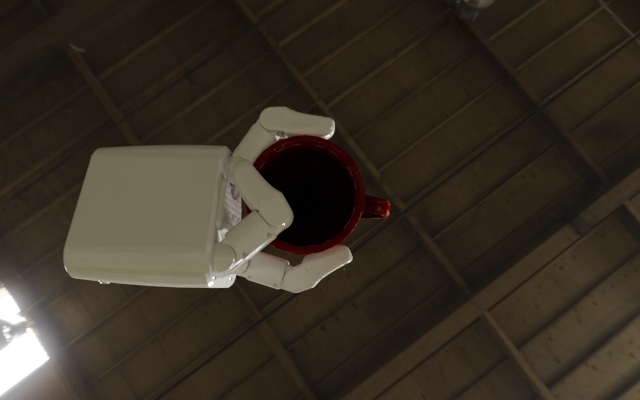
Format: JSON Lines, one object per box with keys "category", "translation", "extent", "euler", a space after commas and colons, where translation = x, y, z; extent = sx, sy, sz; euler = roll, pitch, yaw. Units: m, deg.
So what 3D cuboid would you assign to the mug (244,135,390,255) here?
{"category": "mug", "translation": [0.002, 0.001, 0.405], "extent": [0.117, 0.093, 0.081], "euler": [4, -8, 2]}
